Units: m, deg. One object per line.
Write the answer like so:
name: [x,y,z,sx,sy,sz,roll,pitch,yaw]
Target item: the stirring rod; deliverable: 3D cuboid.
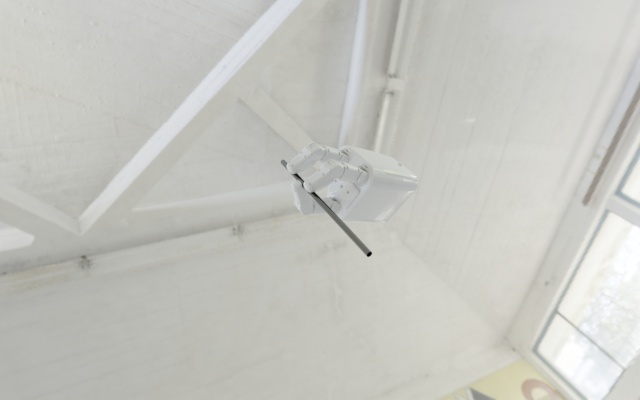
stirring rod: [0.000,0.002,0.652,0.011,0.011,0.239,0,31,-34]
